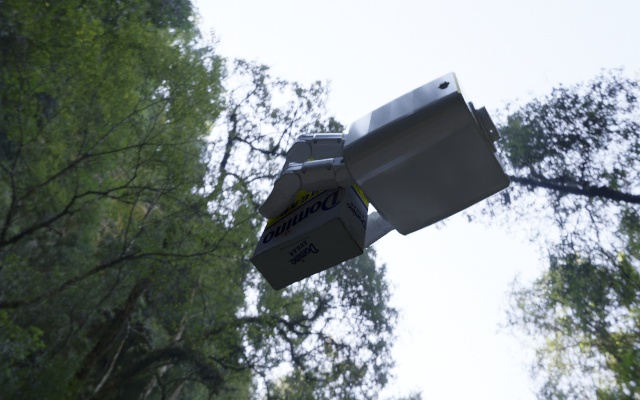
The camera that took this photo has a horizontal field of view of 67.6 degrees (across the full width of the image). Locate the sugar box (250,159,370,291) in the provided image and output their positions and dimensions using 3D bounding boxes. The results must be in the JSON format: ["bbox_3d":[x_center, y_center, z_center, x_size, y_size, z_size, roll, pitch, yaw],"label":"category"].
[{"bbox_3d":[0.000,0.001,0.462,0.093,0.048,0.176,-27,21,23],"label":"sugar box"}]
